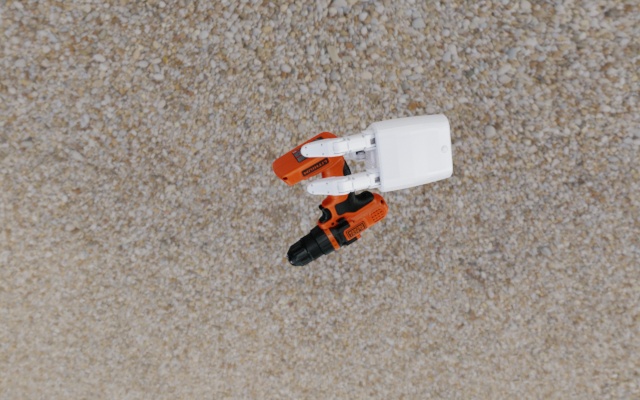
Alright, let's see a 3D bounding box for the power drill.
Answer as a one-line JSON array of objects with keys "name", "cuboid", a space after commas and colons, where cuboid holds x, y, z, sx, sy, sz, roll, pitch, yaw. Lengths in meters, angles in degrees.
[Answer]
[{"name": "power drill", "cuboid": [0.000, 0.002, 0.735, 0.184, 0.188, 0.057, -33, 39, -5]}]
